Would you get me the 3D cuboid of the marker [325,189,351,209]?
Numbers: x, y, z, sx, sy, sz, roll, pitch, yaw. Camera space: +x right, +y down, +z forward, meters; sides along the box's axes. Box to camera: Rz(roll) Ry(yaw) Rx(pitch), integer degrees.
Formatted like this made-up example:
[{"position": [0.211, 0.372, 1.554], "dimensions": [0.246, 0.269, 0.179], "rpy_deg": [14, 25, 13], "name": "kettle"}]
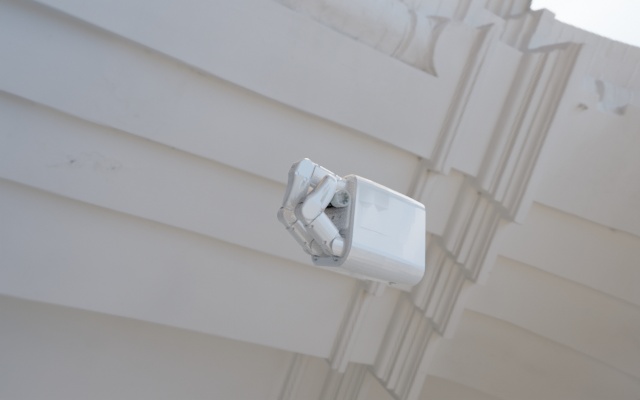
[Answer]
[{"position": [0.000, 0.002, 0.572], "dimensions": [0.020, 0.020, 0.121], "rpy_deg": [0, -5, -24], "name": "marker"}]
